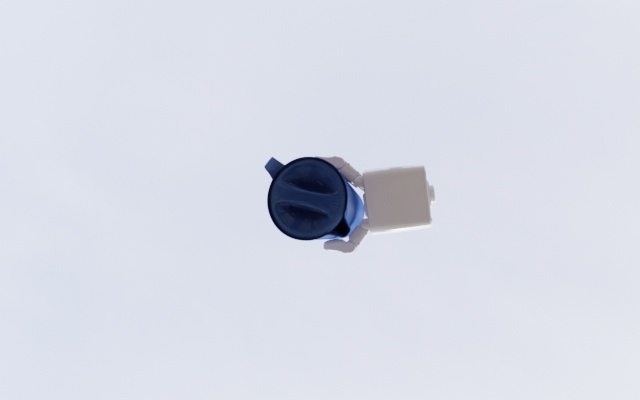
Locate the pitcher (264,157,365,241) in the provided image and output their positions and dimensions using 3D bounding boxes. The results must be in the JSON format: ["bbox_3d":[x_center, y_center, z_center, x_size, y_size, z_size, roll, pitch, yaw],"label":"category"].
[{"bbox_3d":[0.000,0.003,0.857,0.145,0.149,0.243,-6,-8,14],"label":"pitcher"}]
